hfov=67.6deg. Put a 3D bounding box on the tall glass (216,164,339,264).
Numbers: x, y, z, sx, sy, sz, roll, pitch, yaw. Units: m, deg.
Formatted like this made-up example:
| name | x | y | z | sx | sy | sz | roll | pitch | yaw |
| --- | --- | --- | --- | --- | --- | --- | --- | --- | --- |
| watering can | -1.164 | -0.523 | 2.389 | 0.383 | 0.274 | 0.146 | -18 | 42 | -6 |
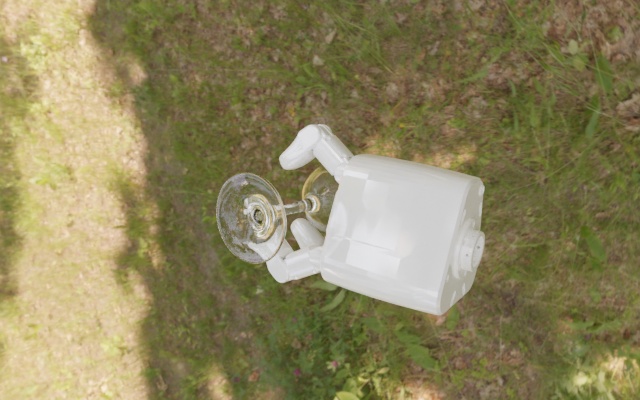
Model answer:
| name | x | y | z | sx | sy | sz | roll | pitch | yaw |
| --- | --- | --- | --- | --- | --- | --- | --- | --- | --- |
| tall glass | 0.000 | 0.002 | 0.459 | 0.079 | 0.079 | 0.201 | 0 | 8 | 35 |
